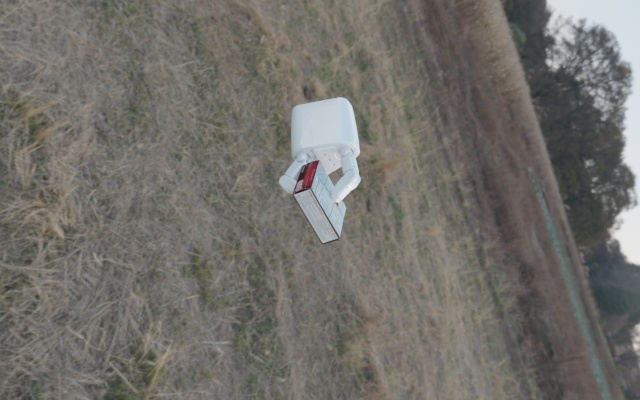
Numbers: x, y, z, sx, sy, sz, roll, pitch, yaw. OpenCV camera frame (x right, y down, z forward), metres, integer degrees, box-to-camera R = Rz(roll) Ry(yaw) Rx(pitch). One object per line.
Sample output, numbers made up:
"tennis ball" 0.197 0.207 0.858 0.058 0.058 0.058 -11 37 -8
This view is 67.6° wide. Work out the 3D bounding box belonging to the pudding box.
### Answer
"pudding box" 0.000 0.003 0.795 0.039 0.113 0.090 -19 29 23
